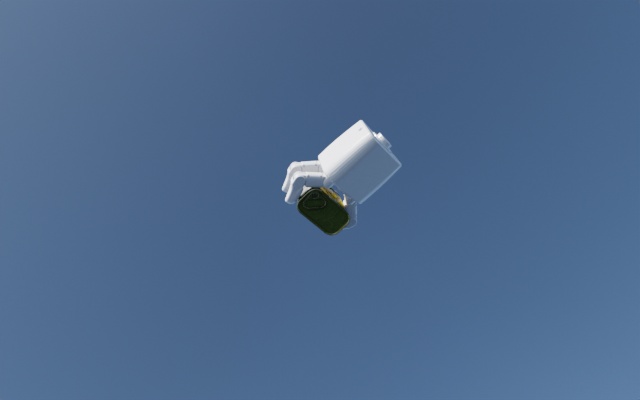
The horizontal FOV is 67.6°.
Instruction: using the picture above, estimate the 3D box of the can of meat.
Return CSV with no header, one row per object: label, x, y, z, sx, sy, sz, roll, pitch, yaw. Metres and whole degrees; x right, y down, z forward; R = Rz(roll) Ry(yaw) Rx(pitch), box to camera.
can of meat,0.000,0.003,0.884,0.102,0.057,0.084,40,16,-26
